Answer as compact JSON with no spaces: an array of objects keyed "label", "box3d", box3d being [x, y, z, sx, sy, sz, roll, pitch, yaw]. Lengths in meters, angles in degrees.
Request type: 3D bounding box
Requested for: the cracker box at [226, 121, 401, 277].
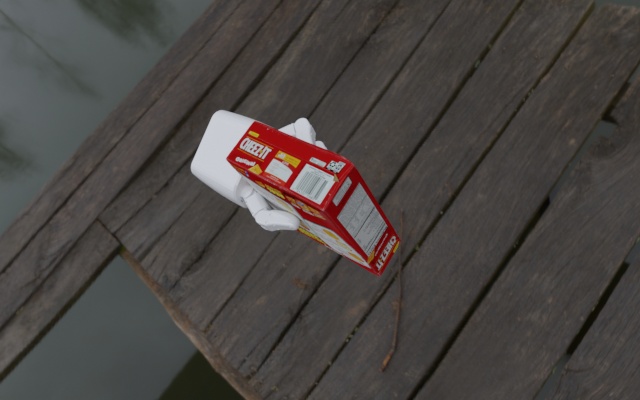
[{"label":"cracker box","box3d":[0.000,0.002,0.625,0.164,0.072,0.214,27,-13,34]}]
